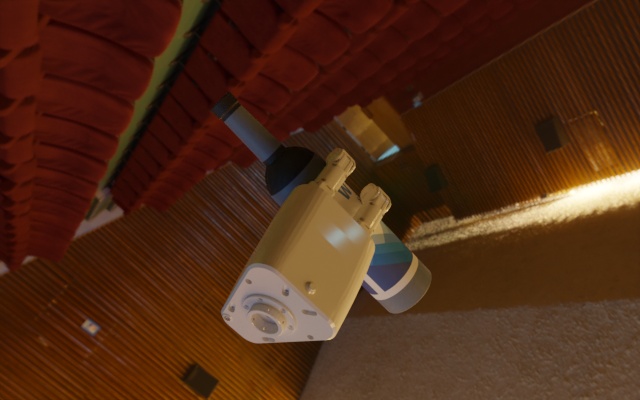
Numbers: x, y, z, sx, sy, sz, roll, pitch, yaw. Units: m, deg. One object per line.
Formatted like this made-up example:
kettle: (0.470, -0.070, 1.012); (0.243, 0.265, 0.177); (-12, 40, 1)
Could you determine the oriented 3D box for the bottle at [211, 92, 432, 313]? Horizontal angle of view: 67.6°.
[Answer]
bottle: (0.000, 0.002, 0.512); (0.296, 0.069, 0.069); (45, -13, -14)
